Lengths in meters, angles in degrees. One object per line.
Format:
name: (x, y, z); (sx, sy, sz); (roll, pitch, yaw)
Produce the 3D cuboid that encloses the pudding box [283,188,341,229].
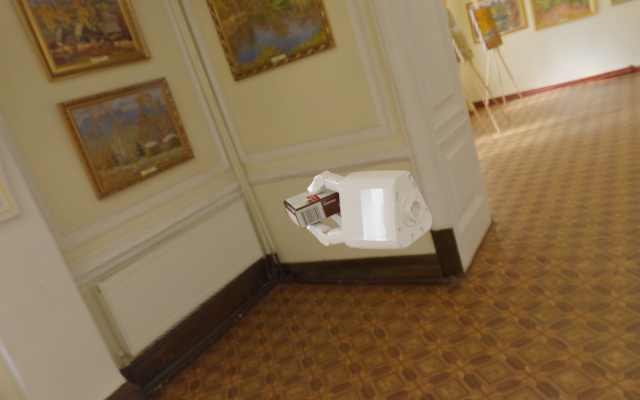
pudding box: (0.000, 0.003, 0.830); (0.113, 0.039, 0.090); (-21, 15, -12)
